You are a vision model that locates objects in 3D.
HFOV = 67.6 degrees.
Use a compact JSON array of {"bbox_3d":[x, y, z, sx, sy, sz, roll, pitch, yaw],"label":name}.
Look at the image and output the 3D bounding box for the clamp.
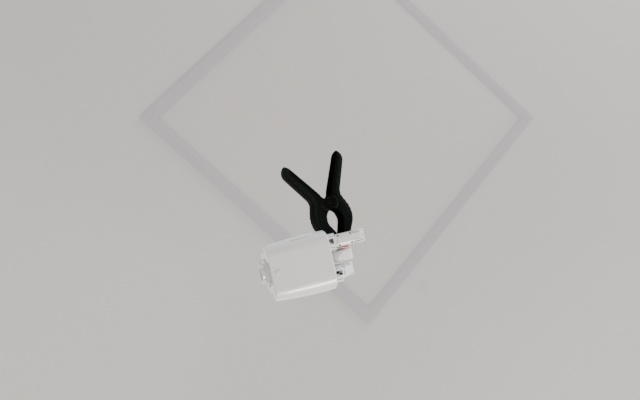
[{"bbox_3d":[0.000,0.003,0.830,0.120,0.171,0.039,-12,-6,-20],"label":"clamp"}]
